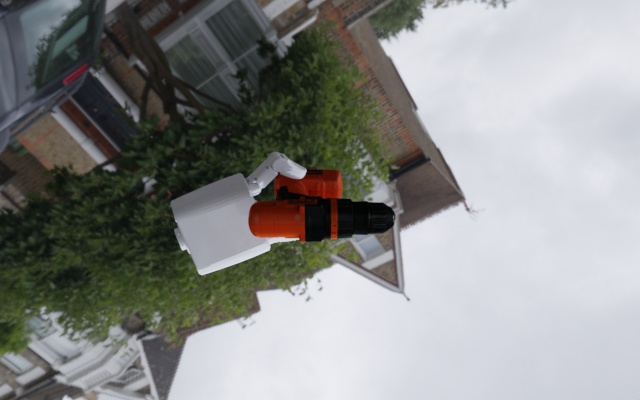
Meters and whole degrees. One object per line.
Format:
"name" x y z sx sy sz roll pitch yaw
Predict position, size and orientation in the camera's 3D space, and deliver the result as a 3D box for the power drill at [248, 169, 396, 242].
"power drill" 0.000 0.002 0.665 0.184 0.057 0.187 1 16 -2
